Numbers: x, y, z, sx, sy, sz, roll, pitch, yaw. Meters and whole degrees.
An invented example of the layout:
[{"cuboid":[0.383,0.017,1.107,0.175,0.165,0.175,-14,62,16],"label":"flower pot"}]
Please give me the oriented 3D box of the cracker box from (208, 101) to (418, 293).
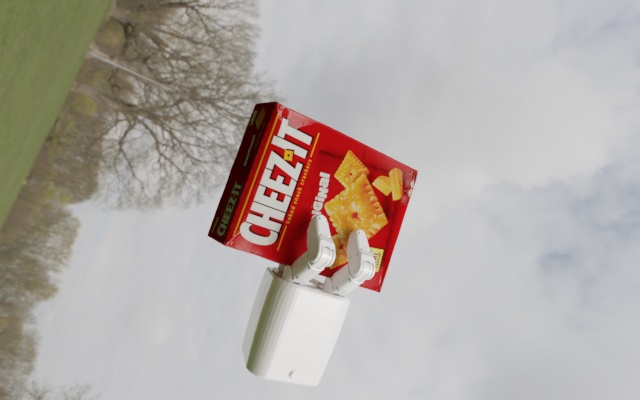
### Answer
[{"cuboid":[0.000,0.002,0.566,0.214,0.164,0.072,22,-5,-29],"label":"cracker box"}]
